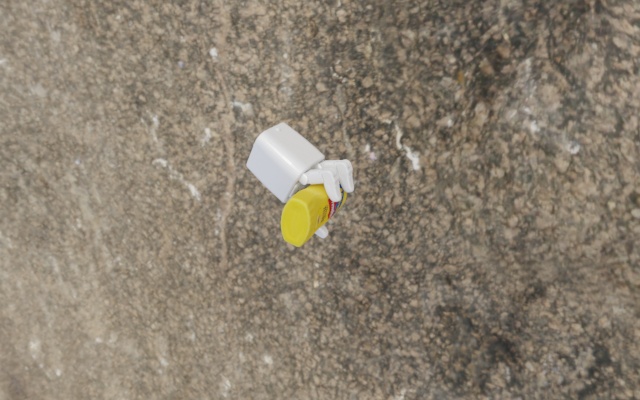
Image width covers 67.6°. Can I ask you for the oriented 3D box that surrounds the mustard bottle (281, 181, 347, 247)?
[{"bbox_3d":[0.000,0.003,0.882,0.058,0.096,0.191,22,32,20],"label":"mustard bottle"}]
